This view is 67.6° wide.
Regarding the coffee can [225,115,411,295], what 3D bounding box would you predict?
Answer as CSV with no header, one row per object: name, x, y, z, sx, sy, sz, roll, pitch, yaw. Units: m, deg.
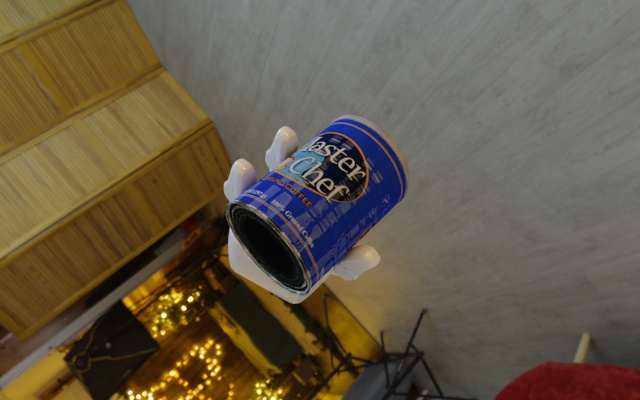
coffee can,0.000,0.001,0.437,0.140,0.103,0.103,-41,21,-27
